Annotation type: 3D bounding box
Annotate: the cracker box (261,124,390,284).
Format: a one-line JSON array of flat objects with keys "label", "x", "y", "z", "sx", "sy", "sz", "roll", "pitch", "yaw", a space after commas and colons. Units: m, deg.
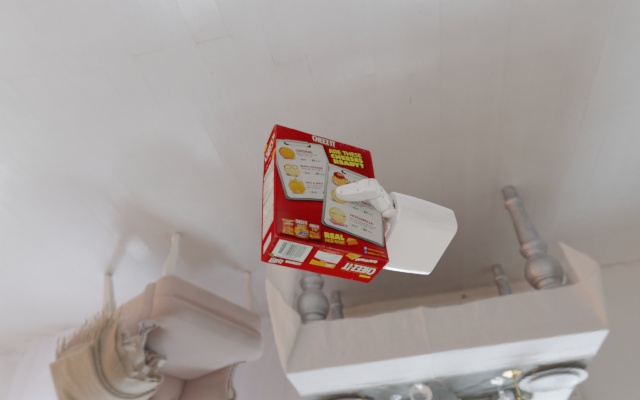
[{"label": "cracker box", "x": 0.000, "y": 0.002, "z": 0.692, "sx": 0.164, "sy": 0.213, "sz": 0.072, "roll": 14, "pitch": -45, "yaw": -20}]
